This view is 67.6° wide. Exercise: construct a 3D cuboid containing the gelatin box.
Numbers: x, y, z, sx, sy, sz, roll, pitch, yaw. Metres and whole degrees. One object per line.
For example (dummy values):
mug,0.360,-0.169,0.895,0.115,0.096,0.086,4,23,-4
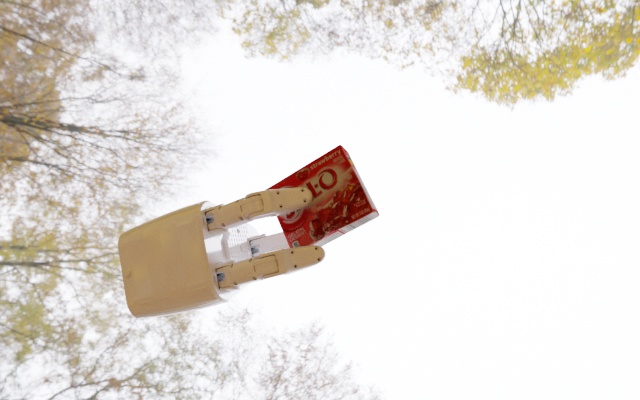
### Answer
gelatin box,0.001,0.001,0.454,0.089,0.073,0.030,-29,-19,13
